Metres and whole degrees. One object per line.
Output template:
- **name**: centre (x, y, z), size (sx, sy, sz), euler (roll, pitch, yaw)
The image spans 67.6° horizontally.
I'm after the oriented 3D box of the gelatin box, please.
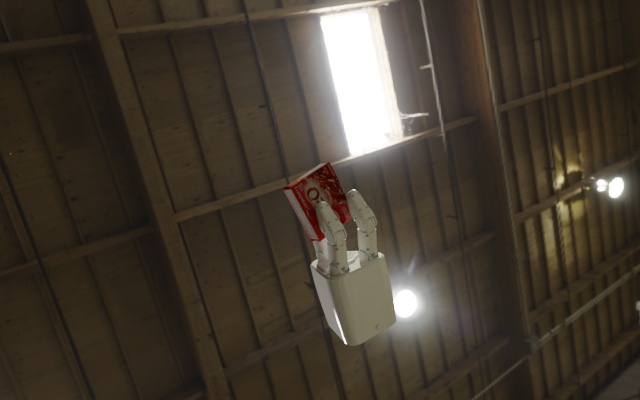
- **gelatin box**: centre (0.000, 0.002, 0.671), size (0.073, 0.089, 0.030), euler (-35, 15, -27)
